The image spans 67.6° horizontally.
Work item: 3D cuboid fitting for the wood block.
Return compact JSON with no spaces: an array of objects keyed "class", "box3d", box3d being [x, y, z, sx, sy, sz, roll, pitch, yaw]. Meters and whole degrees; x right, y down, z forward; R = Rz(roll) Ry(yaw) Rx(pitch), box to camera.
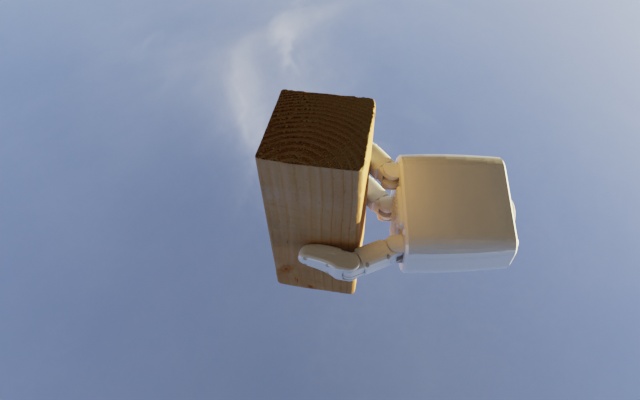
[{"class":"wood block","box3d":[0.000,0.002,0.482,0.090,0.090,0.206,8,-38,8]}]
